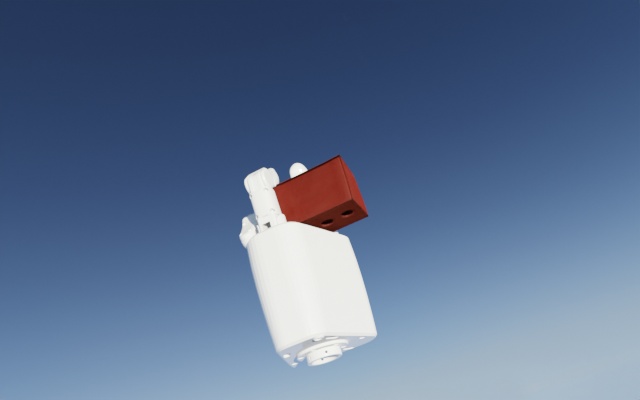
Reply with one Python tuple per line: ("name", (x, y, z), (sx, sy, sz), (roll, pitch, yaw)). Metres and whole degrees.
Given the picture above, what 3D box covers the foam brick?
("foam brick", (0.000, 0.001, 0.476), (0.078, 0.051, 0.053), (-25, -29, 13))
